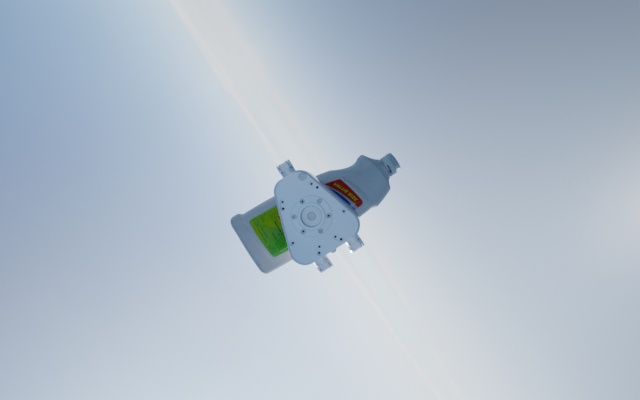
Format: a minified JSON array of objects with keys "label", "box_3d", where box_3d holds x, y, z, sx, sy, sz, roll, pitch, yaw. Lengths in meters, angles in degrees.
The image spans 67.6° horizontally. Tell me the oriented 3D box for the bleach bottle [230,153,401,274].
[{"label":"bleach bottle","box_3d":[0.000,0.002,0.703,0.251,0.102,0.068,-33,-1,0]}]
